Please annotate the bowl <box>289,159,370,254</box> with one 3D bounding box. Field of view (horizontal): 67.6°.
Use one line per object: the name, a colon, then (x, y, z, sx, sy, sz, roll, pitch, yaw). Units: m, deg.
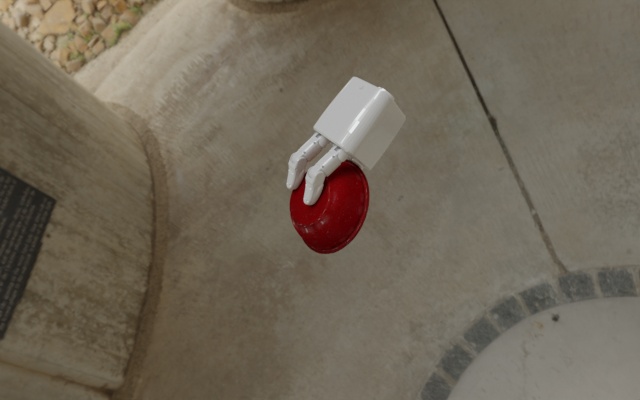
bowl: (-0.001, 0.004, 0.771, 0.055, 0.162, 0.162, 19, -13, -42)
